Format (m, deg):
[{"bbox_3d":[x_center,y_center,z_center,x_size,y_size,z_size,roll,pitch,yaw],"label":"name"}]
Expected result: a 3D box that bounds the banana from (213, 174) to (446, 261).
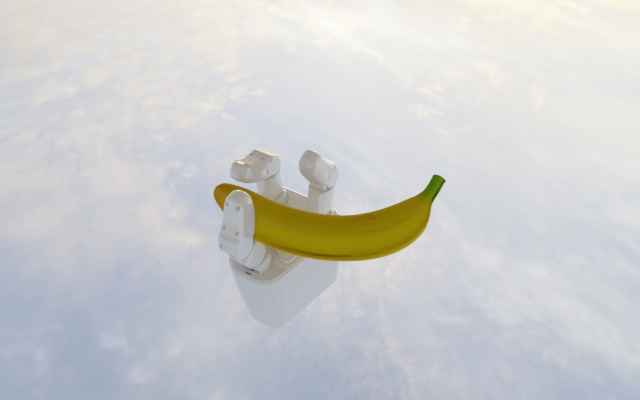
[{"bbox_3d":[0.002,0.017,0.394,0.198,0.069,0.037,-1,-33,10],"label":"banana"}]
